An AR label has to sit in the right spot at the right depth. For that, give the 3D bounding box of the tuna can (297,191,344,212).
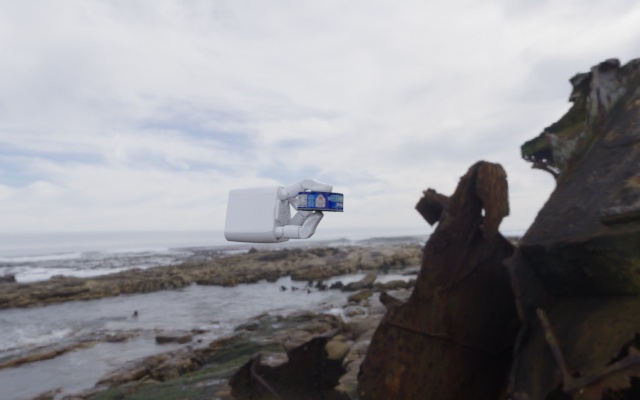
[{"bbox_3d":[0.000,0.002,0.866,0.086,0.034,0.086,2,-3,0],"label":"tuna can"}]
